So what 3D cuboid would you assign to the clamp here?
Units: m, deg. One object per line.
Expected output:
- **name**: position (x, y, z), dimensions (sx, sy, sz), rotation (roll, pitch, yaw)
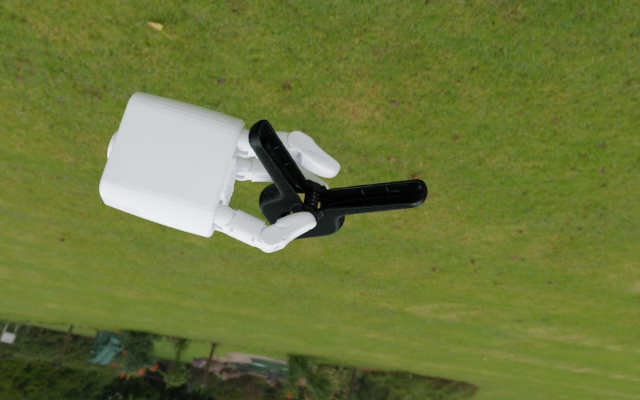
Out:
- **clamp**: position (0.000, 0.002, 0.486), dimensions (0.164, 0.036, 0.210), rotation (18, -25, -5)
